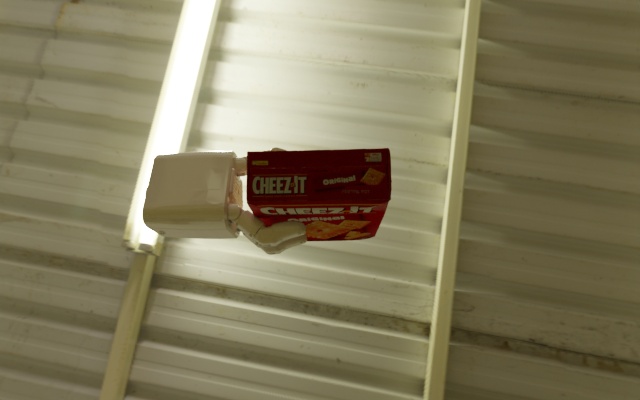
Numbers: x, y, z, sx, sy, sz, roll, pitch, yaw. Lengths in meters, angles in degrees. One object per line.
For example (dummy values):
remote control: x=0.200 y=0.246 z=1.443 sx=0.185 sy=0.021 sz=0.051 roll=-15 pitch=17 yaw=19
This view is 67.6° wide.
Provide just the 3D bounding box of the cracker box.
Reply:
cracker box: x=0.000 y=0.002 z=0.631 sx=0.164 sy=0.072 sz=0.214 roll=-2 pitch=-15 yaw=1
